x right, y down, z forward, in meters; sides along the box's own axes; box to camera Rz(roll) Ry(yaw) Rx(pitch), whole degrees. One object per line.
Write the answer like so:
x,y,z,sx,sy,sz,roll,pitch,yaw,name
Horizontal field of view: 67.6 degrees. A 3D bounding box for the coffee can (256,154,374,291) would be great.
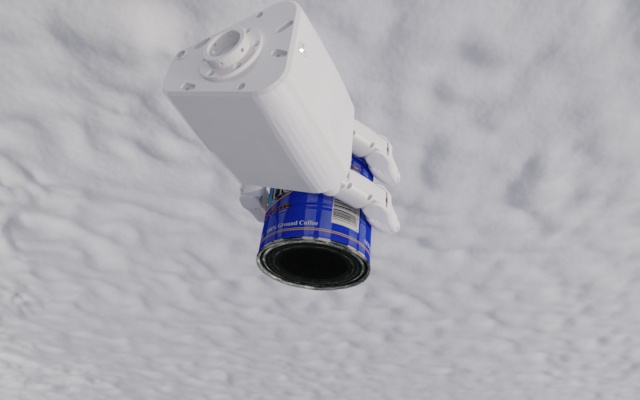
0.000,0.001,0.460,0.103,0.140,0.103,4,-33,3,coffee can
